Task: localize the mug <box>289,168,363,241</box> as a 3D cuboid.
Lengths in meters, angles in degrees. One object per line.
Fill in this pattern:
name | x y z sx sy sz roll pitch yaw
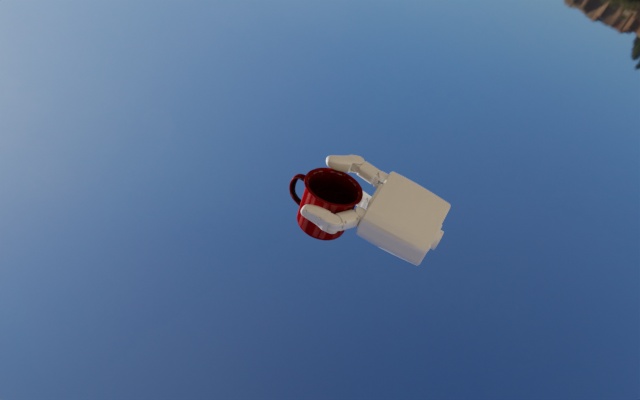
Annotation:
mug | -0.001 0.002 0.752 0.117 0.082 0.093 30 39 13
